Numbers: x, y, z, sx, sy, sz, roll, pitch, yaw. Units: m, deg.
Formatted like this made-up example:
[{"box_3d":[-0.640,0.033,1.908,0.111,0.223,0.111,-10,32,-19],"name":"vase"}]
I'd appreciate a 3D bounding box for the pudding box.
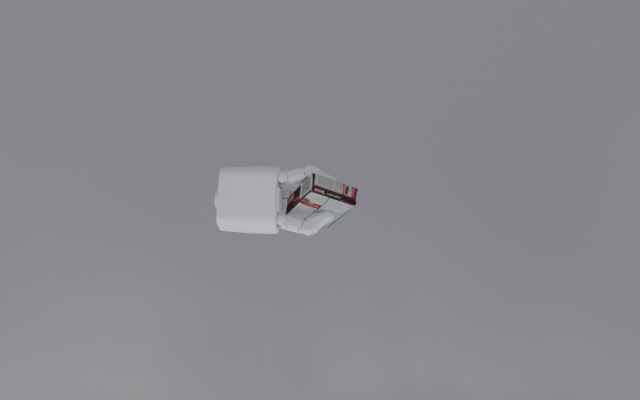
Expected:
[{"box_3d":[0.000,0.003,0.851,0.090,0.039,0.113,17,-29,-21],"name":"pudding box"}]
